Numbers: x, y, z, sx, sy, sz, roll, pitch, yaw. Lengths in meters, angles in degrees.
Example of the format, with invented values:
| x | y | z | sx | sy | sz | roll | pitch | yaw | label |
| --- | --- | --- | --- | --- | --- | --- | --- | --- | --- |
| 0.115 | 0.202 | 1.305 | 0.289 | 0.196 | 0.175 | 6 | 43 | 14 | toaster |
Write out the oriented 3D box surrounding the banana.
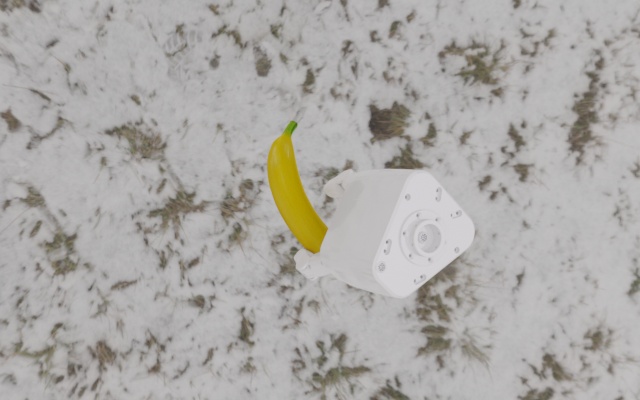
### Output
| x | y | z | sx | sy | sz | roll | pitch | yaw | label |
| --- | --- | --- | --- | --- | --- | --- | --- | --- | --- |
| -0.017 | 0.006 | 0.565 | 0.069 | 0.198 | 0.037 | -26 | 9 | -25 | banana |
